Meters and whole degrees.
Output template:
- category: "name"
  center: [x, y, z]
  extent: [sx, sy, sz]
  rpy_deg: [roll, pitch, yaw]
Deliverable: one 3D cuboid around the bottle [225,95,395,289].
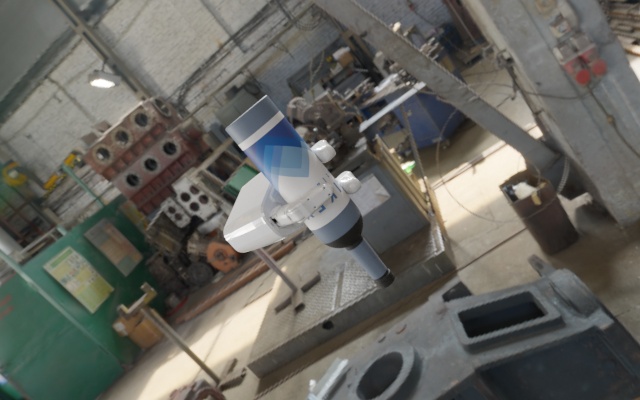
- category: "bottle"
  center: [0.000, 0.002, 0.618]
  extent: [0.069, 0.296, 0.069]
  rpy_deg: [-37, 15, 11]
